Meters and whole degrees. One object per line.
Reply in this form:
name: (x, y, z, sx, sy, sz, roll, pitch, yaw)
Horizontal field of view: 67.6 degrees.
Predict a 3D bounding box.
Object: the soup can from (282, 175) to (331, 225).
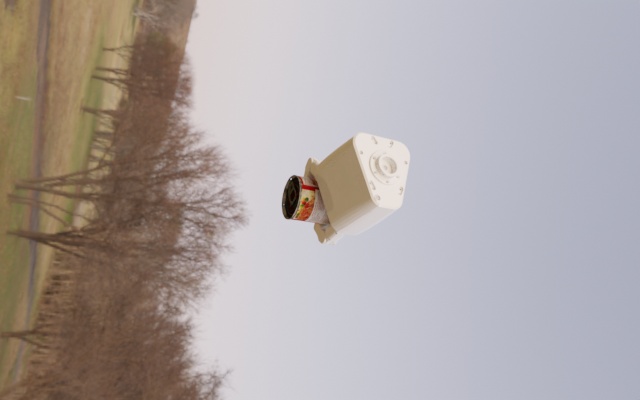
soup can: (0.000, 0.003, 0.733, 0.102, 0.068, 0.068, 10, -4, -26)
